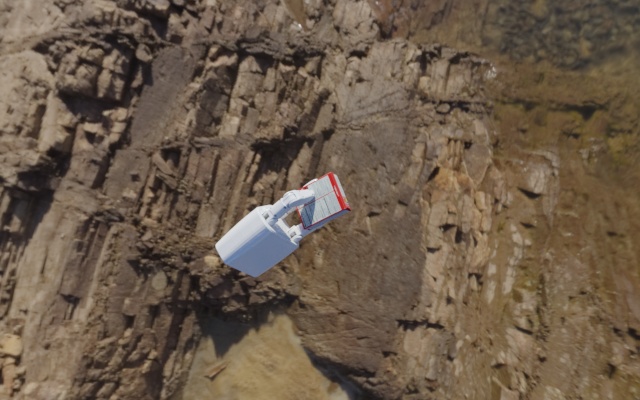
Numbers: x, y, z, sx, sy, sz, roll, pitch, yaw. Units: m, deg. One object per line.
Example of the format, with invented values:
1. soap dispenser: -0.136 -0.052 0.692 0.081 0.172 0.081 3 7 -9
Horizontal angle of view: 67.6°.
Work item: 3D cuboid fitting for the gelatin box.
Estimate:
1. gelatin box: 0.000 0.003 0.850 0.089 0.073 0.030 -28 -19 20
